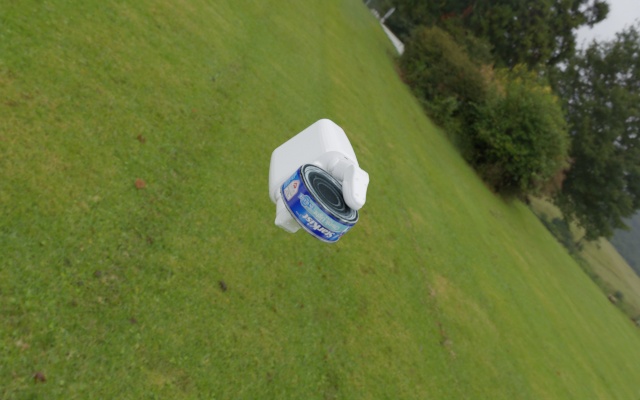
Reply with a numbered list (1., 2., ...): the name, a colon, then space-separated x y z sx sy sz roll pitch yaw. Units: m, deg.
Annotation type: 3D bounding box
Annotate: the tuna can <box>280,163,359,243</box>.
1. tuna can: 0.000 0.001 0.509 0.034 0.086 0.086 -43 -20 22
